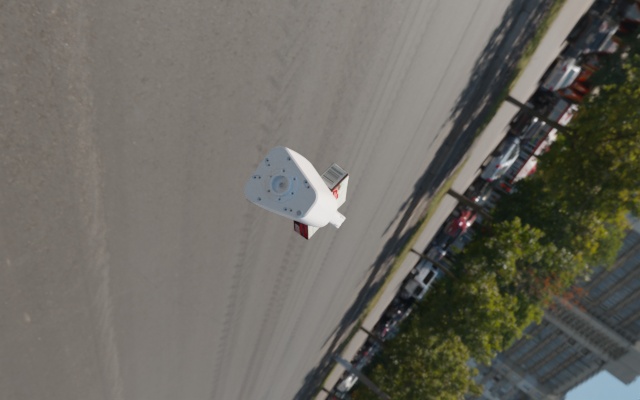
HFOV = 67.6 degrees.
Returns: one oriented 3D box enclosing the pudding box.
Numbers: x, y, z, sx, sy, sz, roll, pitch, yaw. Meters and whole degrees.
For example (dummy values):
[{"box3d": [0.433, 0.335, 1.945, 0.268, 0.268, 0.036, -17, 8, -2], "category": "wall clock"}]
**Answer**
[{"box3d": [0.000, 0.003, 0.826, 0.039, 0.113, 0.090, 38, -25, 18], "category": "pudding box"}]
